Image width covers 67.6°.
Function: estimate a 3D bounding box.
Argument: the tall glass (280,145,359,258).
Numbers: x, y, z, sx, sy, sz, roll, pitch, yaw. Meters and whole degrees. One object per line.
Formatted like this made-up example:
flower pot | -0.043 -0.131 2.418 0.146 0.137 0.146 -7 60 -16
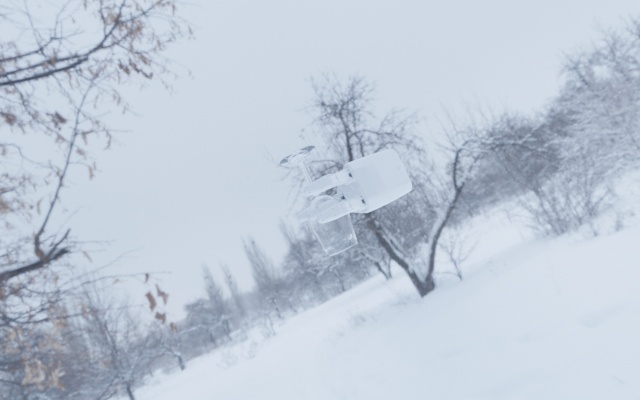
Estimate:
tall glass | 0.000 0.002 0.888 0.079 0.201 0.079 -25 -8 -4
